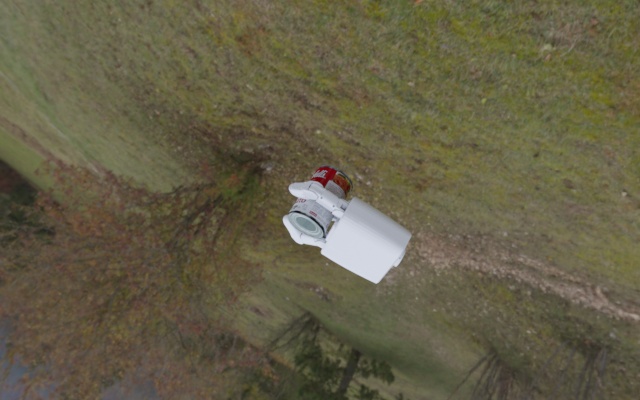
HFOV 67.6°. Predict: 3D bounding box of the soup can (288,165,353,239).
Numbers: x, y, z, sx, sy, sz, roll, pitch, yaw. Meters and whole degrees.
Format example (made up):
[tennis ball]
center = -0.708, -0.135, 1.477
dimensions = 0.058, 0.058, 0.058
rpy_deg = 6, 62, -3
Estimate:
[soup can]
center = 0.000, 0.002, 0.772
dimensions = 0.068, 0.102, 0.068
rpy_deg = 24, -29, 14
